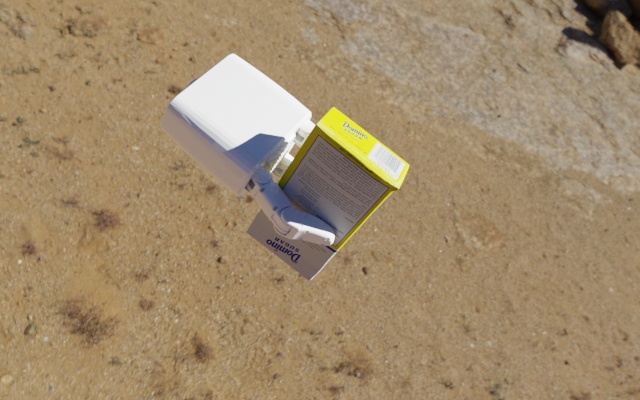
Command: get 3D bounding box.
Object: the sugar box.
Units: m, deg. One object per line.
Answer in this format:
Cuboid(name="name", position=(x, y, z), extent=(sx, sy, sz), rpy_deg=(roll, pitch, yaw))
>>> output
Cuboid(name="sugar box", position=(0.000, 0.001, 0.486), extent=(0.176, 0.093, 0.048), rpy_deg=(-51, 2, 45))
